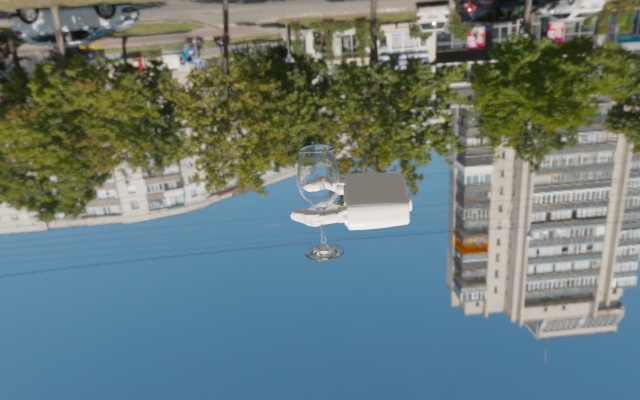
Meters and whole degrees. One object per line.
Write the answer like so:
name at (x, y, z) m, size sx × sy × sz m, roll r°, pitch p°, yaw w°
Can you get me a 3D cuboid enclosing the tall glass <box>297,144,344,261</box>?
tall glass at (0.000, 0.003, 0.860) m, size 0.079 × 0.201 × 0.079 m, roll -5°, pitch 19°, yaw 2°
